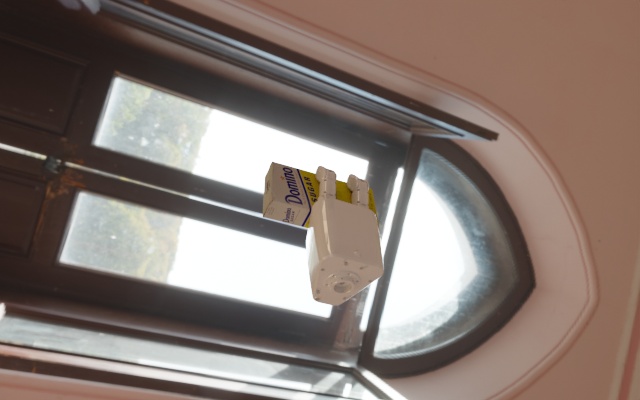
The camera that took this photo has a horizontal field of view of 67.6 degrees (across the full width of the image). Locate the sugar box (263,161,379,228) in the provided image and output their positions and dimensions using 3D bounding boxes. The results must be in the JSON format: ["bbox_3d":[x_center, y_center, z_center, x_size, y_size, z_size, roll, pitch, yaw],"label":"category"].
[{"bbox_3d":[0.000,0.002,0.745,0.176,0.093,0.048,16,-50,-19],"label":"sugar box"}]
